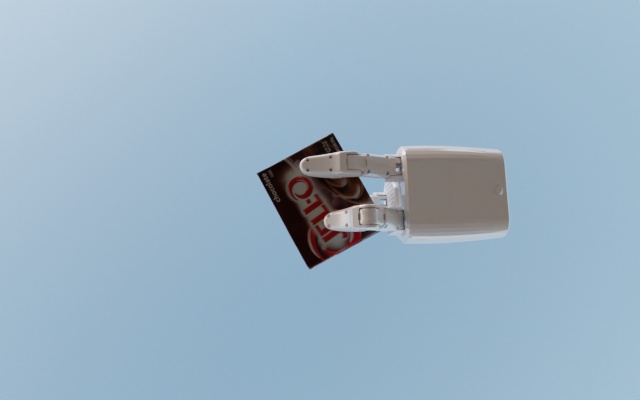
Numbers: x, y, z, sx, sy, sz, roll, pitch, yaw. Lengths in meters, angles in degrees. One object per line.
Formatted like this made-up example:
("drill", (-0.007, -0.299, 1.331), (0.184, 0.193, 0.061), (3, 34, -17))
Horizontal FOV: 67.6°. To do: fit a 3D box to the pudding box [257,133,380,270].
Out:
("pudding box", (0.000, 0.002, 0.493), (0.090, 0.113, 0.039), (-29, -7, -7))
